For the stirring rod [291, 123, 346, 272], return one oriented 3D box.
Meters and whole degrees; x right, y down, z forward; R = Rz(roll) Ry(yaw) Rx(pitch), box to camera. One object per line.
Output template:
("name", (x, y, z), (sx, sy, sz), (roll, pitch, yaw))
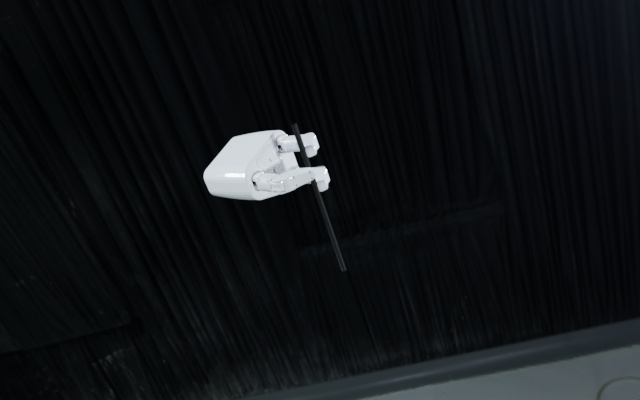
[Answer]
("stirring rod", (0.000, 0.002, 0.684), (0.011, 0.240, 0.011), (-16, 24, 7))
